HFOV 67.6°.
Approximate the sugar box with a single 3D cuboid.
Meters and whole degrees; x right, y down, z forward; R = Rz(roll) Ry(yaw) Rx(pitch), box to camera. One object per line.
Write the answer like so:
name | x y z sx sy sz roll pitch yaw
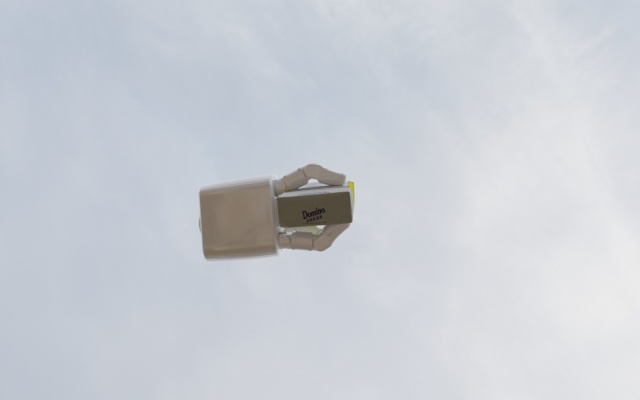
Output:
sugar box | 0.000 0.003 0.662 0.093 0.048 0.176 -5 9 6
